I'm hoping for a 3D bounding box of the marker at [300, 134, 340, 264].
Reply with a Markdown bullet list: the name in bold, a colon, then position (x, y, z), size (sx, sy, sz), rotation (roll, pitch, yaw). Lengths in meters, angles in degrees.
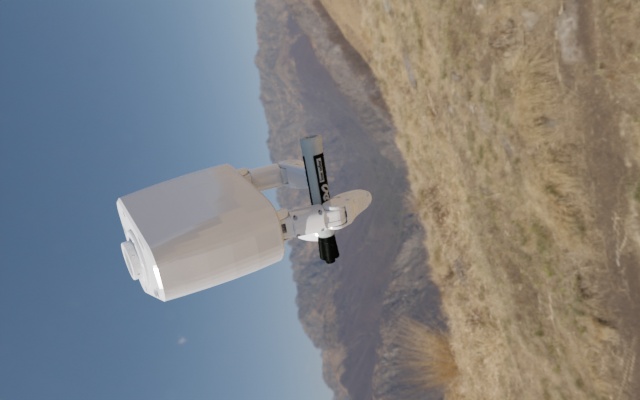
- **marker**: position (0.000, 0.001, 0.432), size (0.020, 0.121, 0.020), rotation (-8, 18, 3)
